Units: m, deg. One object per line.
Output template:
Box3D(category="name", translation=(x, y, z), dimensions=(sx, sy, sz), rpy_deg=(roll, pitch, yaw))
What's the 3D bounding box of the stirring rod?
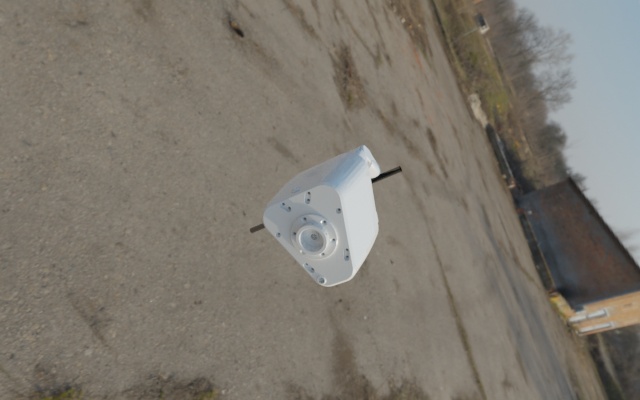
Box3D(category="stirring rod", translation=(0.000, 0.002, 0.654), dimensions=(0.239, 0.011, 0.011), rpy_deg=(-23, -10, 24))
